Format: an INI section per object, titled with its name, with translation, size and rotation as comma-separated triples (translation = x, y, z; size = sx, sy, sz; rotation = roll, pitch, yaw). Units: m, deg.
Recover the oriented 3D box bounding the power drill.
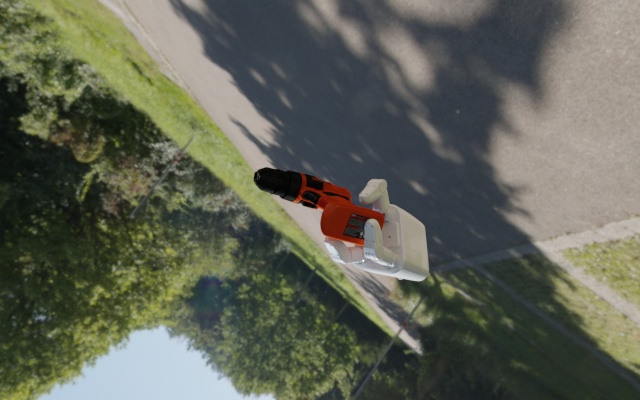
[power drill]
translation = 0.001, 0.003, 0.759
size = 0.184, 0.057, 0.187
rotation = 13, 14, -30
